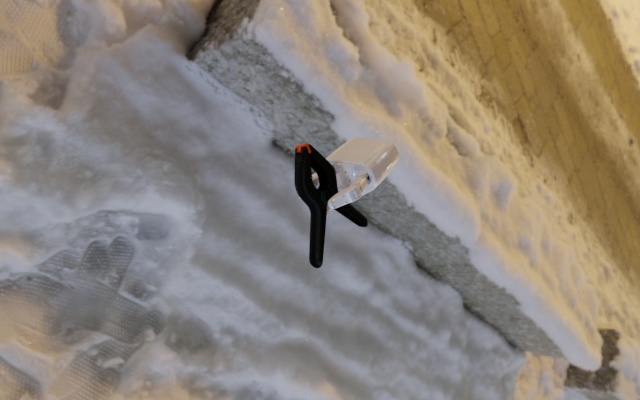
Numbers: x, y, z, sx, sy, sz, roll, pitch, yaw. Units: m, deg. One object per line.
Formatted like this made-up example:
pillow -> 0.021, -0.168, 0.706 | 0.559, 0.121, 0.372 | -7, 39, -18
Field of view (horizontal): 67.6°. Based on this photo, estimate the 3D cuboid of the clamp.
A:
clamp -> 0.001, 0.002, 0.844 | 0.036, 0.210, 0.164 | -8, 27, 43
